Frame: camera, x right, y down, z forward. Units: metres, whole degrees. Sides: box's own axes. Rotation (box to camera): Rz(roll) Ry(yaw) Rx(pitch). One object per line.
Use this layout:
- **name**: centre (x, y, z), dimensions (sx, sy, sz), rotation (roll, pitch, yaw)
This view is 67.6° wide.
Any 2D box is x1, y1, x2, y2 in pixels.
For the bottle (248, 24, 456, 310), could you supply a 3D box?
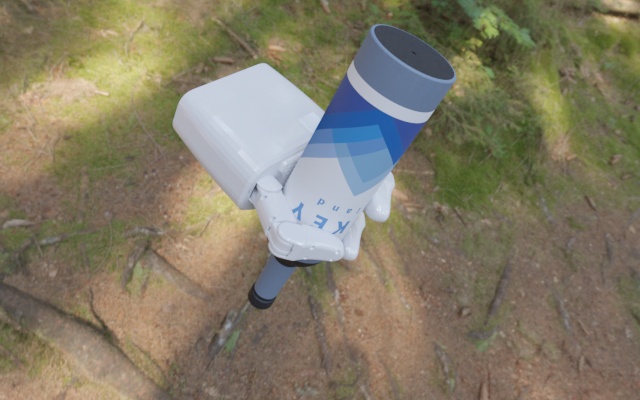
- **bottle**: centre (0.000, 0.001, 0.405), dimensions (0.069, 0.069, 0.296), rotation (0, -43, -35)
